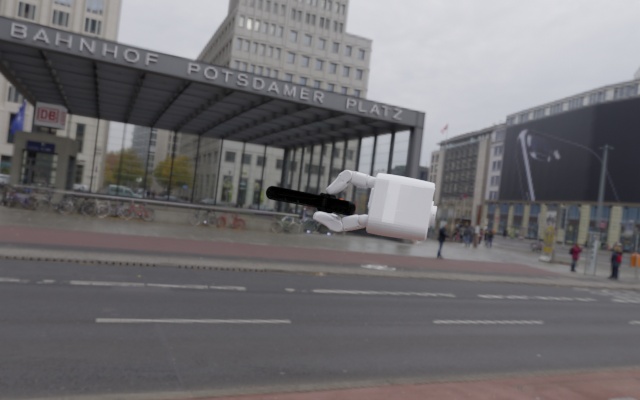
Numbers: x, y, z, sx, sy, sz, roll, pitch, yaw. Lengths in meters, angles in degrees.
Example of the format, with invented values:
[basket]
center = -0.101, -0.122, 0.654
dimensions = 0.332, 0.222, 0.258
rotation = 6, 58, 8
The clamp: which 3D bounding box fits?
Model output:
[clamp]
center = 0.001, 0.002, 0.899
dimensions = 0.164, 0.036, 0.210
rotation = 13, 1, 13
